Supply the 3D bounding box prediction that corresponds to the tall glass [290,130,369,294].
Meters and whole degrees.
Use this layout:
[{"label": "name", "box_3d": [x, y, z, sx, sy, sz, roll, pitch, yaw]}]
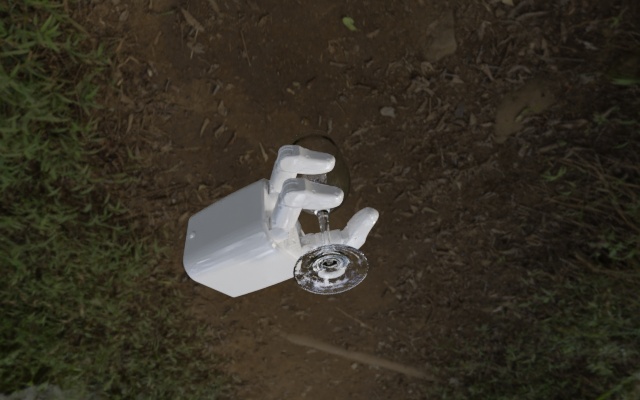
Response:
[{"label": "tall glass", "box_3d": [0.000, 0.002, 0.536, 0.079, 0.079, 0.200, 0, 42, -7]}]
